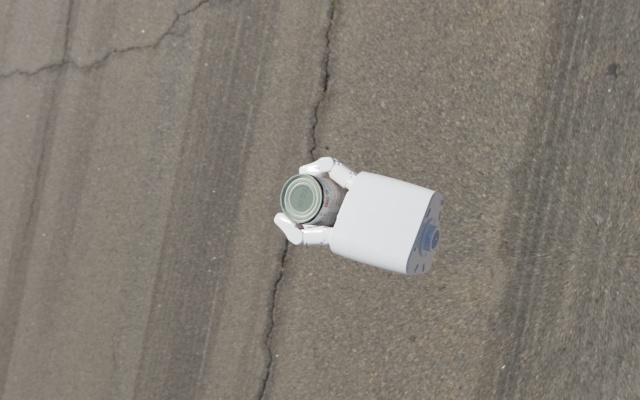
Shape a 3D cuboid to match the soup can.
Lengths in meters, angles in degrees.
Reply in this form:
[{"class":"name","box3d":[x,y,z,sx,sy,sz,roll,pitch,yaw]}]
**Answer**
[{"class":"soup can","box3d":[0.000,0.002,0.660,0.068,0.068,0.102,0,-5,31]}]
